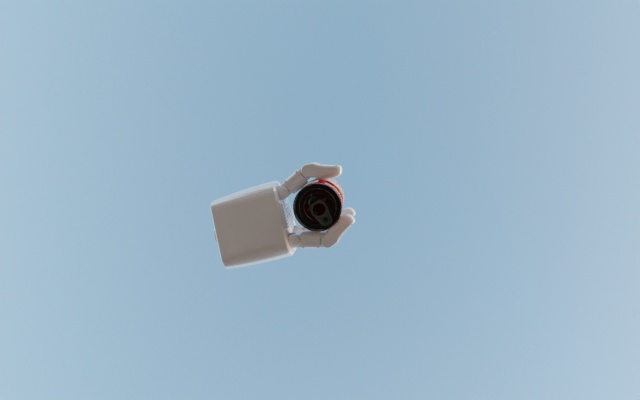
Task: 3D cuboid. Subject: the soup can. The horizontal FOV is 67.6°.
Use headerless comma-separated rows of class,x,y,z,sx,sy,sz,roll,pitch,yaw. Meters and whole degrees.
soup can,0.001,0.002,0.704,0.068,0.068,0.102,0,9,5
